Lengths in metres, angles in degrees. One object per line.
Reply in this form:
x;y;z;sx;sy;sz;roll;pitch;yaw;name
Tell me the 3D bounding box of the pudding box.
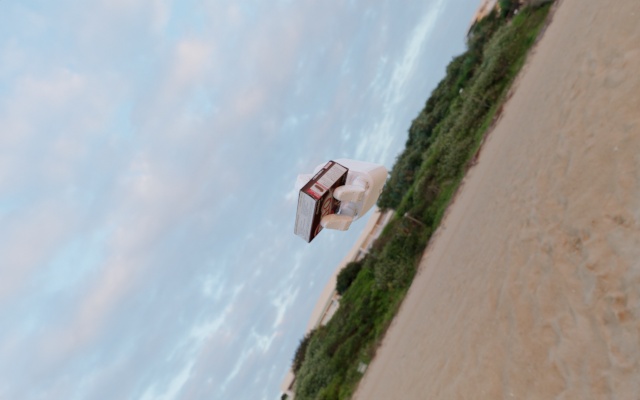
0.000;0.002;0.771;0.039;0.114;0.090;29;52;18;pudding box
